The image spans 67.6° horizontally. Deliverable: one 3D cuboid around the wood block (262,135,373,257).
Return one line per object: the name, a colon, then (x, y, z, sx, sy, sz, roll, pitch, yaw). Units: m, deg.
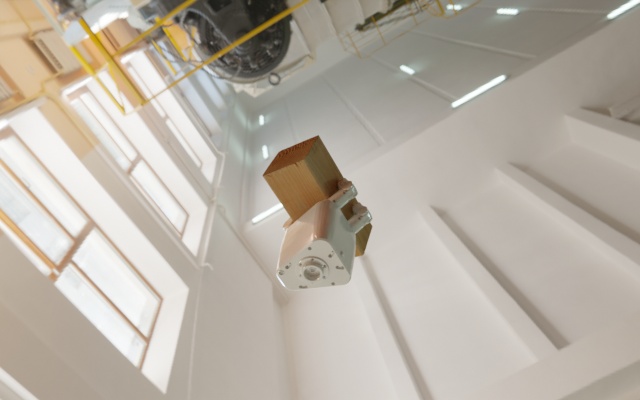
wood block: (0.000, 0.003, 0.845, 0.091, 0.206, 0.090, -18, 27, 29)
